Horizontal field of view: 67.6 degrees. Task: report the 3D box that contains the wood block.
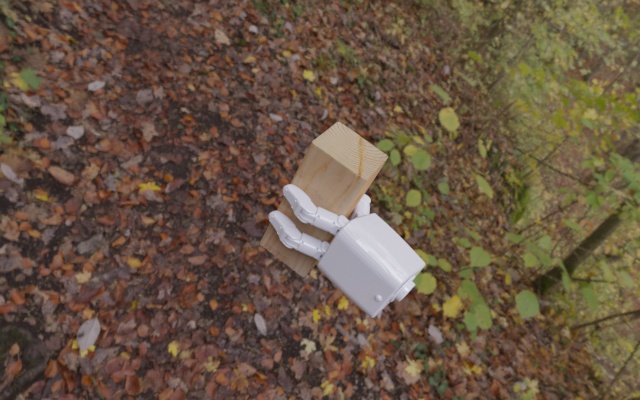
[{"bbox_3d":[0.001,0.002,0.701,0.090,0.206,0.090,36,37,7],"label":"wood block"}]
